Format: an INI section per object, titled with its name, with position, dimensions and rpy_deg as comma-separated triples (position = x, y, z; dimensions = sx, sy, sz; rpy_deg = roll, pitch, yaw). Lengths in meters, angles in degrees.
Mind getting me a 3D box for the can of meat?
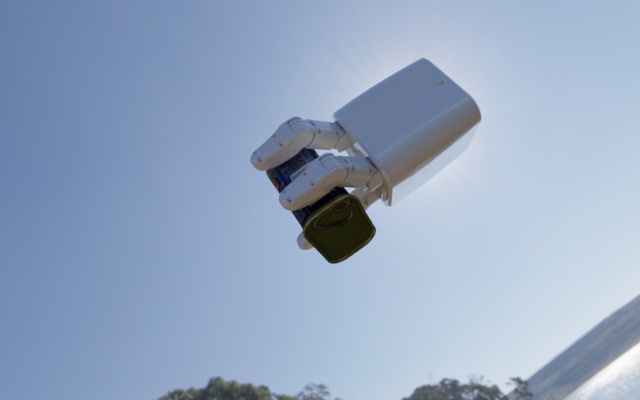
[can of meat]
position = 0.000, 0.001, 0.458
dimensions = 0.057, 0.084, 0.102
rpy_deg = -36, -32, 1
